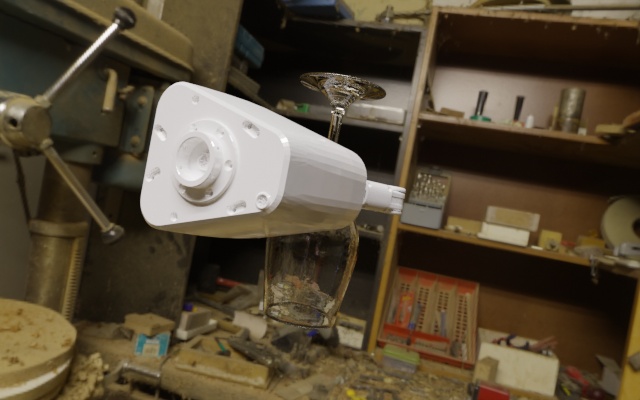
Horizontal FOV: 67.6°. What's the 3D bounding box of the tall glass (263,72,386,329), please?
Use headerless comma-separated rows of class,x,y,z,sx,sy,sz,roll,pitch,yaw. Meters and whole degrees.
tall glass,0.000,0.001,0.404,0.079,0.201,0.079,11,1,0
